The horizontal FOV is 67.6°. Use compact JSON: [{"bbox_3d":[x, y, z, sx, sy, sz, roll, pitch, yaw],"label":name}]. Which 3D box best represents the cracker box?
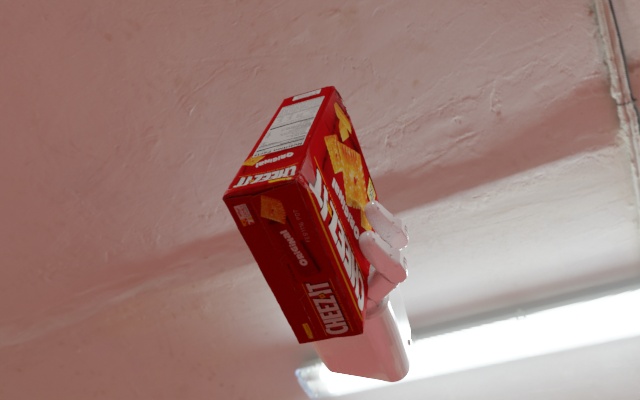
[{"bbox_3d":[0.000,0.001,0.472,0.072,0.164,0.213,-14,28,18],"label":"cracker box"}]
